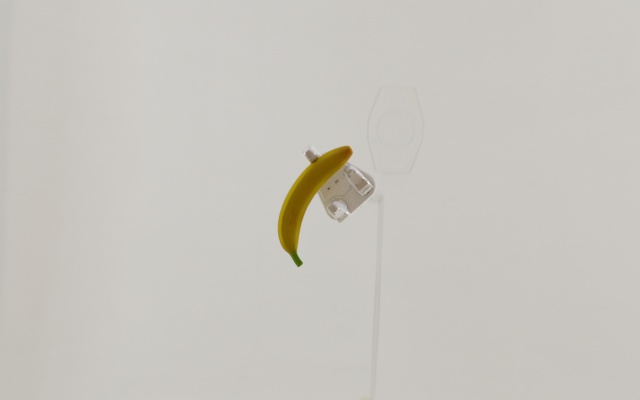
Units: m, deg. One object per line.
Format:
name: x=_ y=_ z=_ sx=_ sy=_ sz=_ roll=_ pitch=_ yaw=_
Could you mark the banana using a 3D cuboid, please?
banana: x=-0.018 y=-0.002 z=0.730 sx=0.069 sy=0.198 sz=0.037 roll=24 pitch=0 yaw=10
